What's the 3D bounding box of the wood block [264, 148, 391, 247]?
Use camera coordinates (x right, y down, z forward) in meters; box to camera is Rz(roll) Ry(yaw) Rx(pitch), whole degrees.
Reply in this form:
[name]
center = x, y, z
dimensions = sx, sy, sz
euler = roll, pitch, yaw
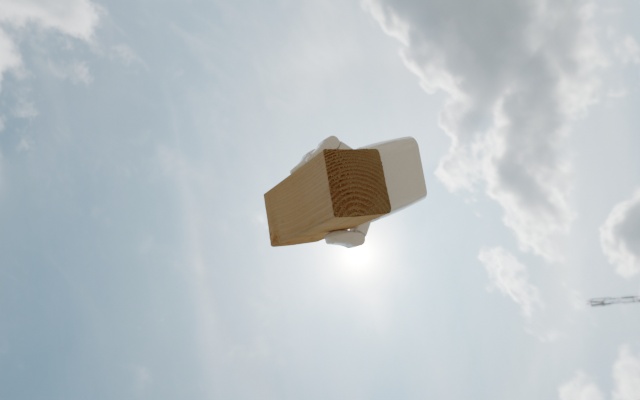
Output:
[wood block]
center = 0.000, 0.003, 0.694
dimensions = 0.090, 0.090, 0.206
euler = -4, -13, -29
